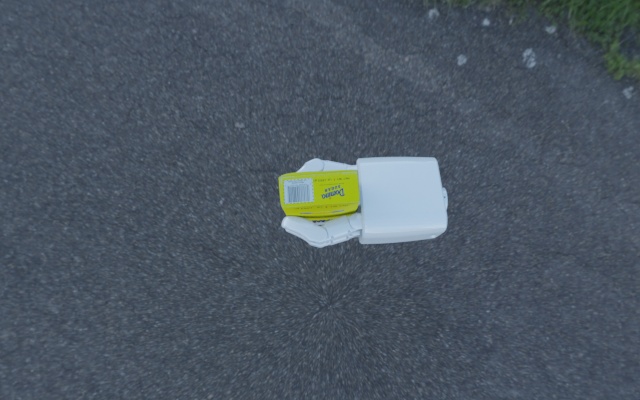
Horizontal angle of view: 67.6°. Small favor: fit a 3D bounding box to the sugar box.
[{"bbox_3d":[0.000,0.003,0.630,0.093,0.048,0.176,-3,-13,1],"label":"sugar box"}]
